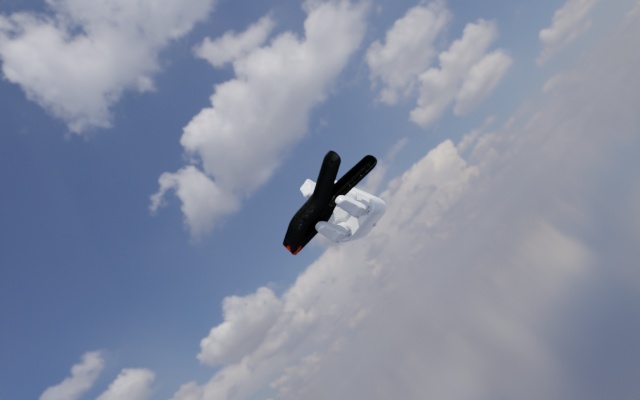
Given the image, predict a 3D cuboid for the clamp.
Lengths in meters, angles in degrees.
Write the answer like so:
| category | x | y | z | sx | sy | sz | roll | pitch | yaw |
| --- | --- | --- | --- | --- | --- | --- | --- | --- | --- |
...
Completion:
| category | x | y | z | sx | sy | sz | roll | pitch | yaw |
| --- | --- | --- | --- | --- | --- | --- | --- | --- | --- |
| clamp | -0.001 | 0.002 | 0.770 | 0.036 | 0.210 | 0.164 | 43 | 13 | 20 |
